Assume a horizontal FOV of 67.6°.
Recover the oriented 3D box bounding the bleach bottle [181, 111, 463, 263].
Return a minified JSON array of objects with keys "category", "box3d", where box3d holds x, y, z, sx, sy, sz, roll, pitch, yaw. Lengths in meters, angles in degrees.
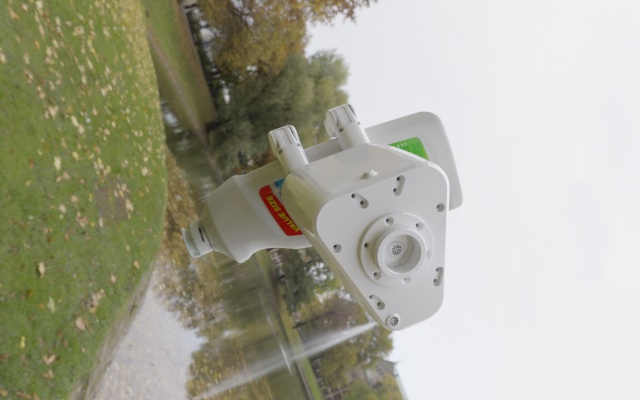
[{"category":"bleach bottle","box3d":[0.000,0.001,0.444,0.251,0.102,0.068,-21,14,-8]}]
